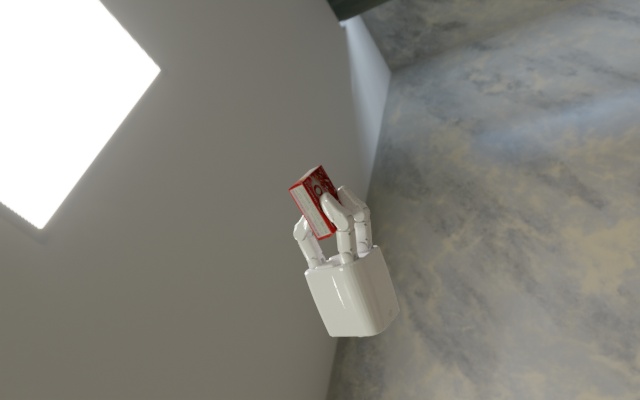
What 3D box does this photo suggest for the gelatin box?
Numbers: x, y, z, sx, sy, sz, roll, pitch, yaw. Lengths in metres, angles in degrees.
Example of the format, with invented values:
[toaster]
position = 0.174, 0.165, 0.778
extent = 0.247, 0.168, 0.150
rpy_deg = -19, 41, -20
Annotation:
[gelatin box]
position = 0.000, 0.002, 0.693
extent = 0.030, 0.089, 0.073
rpy_deg = -25, 12, 31
